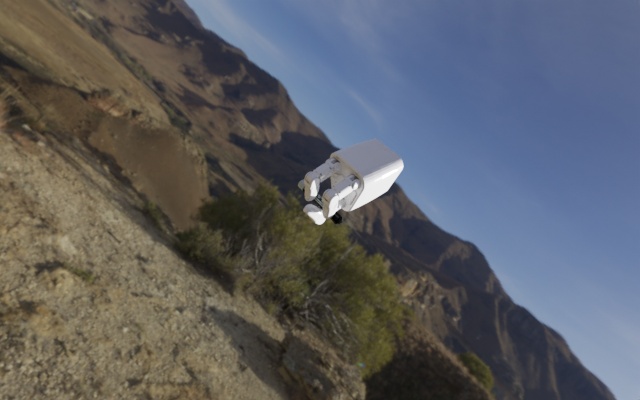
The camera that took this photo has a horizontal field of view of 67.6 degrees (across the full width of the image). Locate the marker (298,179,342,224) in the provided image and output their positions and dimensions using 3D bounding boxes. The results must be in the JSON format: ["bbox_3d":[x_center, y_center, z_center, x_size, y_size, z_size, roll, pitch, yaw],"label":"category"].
[{"bbox_3d":[0.000,0.003,0.892,0.020,0.020,0.121,0,37,-49],"label":"marker"}]
